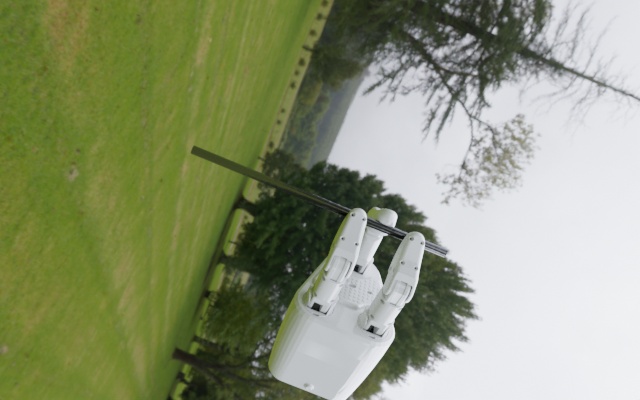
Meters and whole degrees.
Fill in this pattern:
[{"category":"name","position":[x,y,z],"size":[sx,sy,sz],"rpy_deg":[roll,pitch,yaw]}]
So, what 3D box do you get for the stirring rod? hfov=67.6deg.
[{"category":"stirring rod","position":[0.000,0.001,0.420],"size":[0.239,0.011,0.011],"rpy_deg":[22,-1,-2]}]
